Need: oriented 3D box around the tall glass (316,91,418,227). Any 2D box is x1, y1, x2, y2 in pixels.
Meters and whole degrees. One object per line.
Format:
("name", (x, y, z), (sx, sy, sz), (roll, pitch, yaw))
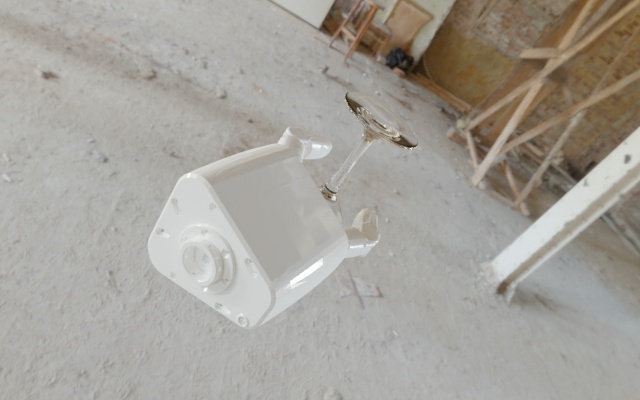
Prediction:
("tall glass", (0.001, 0.001, 0.448), (0.079, 0.079, 0.201), (0, -44, -46))
